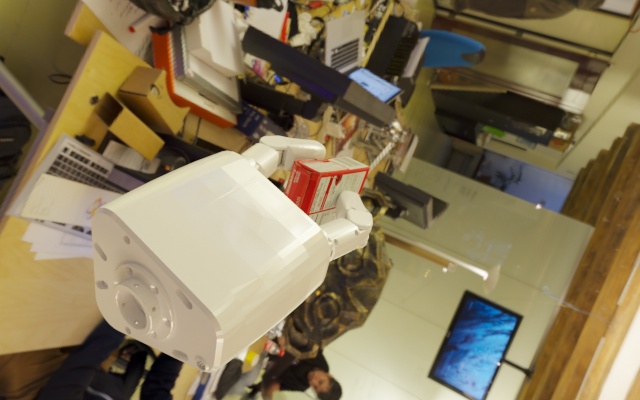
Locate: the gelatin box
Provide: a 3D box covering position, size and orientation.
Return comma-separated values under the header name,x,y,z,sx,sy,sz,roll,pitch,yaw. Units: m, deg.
name,x,y,z,sx,sy,sz,roll,pitch,yaw
gelatin box,0.001,0.002,0.413,0.030,0.073,0.089,29,21,26
